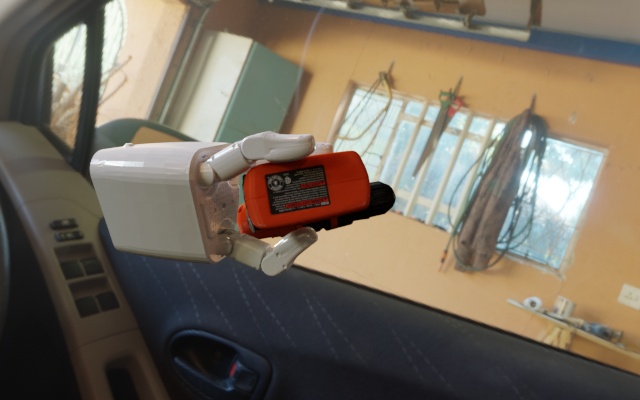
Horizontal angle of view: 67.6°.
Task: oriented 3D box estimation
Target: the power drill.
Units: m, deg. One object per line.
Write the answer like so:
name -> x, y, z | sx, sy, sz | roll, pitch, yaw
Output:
power drill -> 0.000, 0.002, 0.484 | 0.184, 0.057, 0.188 | -12, -9, -4
